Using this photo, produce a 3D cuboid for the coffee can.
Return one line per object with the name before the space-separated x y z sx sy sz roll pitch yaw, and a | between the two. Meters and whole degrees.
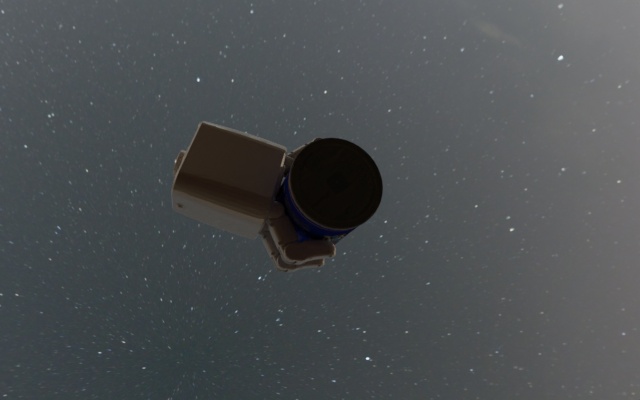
coffee can | 0.000 0.002 0.565 0.103 0.102 0.140 0 -18 -16
